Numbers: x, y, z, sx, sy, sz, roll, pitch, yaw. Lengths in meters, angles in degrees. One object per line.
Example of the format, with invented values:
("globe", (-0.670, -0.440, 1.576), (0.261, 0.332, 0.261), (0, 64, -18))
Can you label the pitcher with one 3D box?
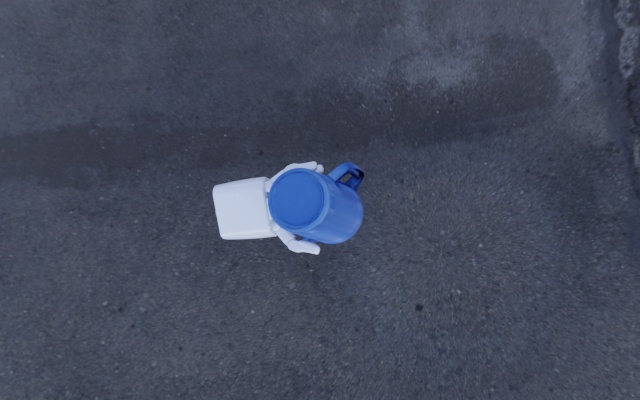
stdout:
("pitcher", (0.000, 0.003, 0.881), (0.145, 0.149, 0.243), (-5, -7, 14))
